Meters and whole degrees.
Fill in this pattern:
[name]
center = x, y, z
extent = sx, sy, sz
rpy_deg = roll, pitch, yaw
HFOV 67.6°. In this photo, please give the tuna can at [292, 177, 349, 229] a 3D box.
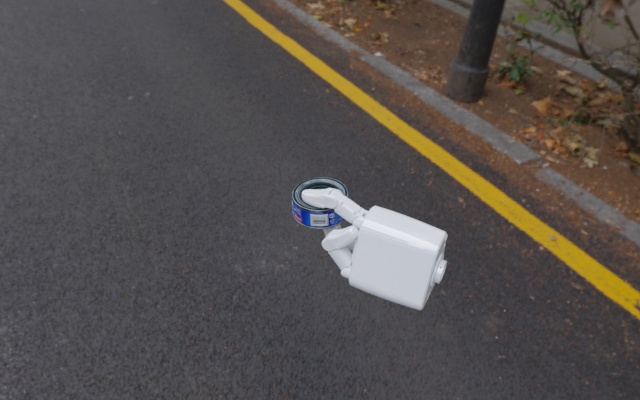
[tuna can]
center = 0.000, 0.002, 0.708
extent = 0.086, 0.034, 0.086
rpy_deg = -2, 38, 1
